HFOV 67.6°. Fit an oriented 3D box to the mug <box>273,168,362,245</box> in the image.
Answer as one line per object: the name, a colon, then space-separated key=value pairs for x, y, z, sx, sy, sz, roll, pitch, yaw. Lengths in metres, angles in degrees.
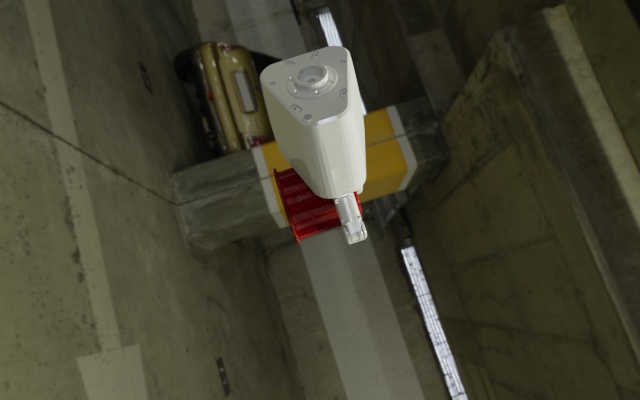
mug: x=0.001 y=0.003 z=0.566 sx=0.081 sy=0.093 sz=0.117 roll=-18 pitch=-37 yaw=-1
